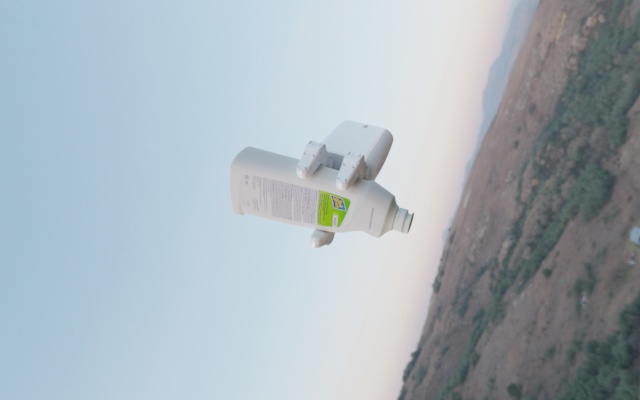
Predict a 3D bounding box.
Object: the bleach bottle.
[{"bbox_3d":[0.000,0.002,0.651,0.251,0.103,0.068,16,40,16],"label":"bleach bottle"}]
